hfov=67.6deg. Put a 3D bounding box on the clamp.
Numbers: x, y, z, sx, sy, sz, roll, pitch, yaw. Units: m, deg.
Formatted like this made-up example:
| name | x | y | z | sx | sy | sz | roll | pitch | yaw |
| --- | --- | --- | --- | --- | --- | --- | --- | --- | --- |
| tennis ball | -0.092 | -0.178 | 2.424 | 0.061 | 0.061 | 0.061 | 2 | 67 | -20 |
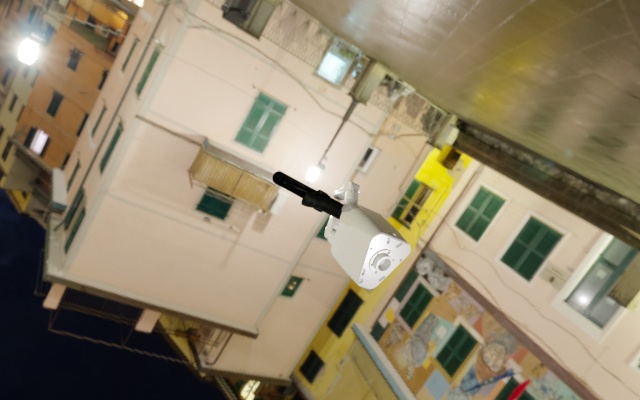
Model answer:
| name | x | y | z | sx | sy | sz | roll | pitch | yaw |
| --- | --- | --- | --- | --- | --- | --- | --- | --- | --- |
| clamp | 0.000 | 0.003 | 0.873 | 0.171 | 0.039 | 0.120 | 24 | 14 | -32 |
